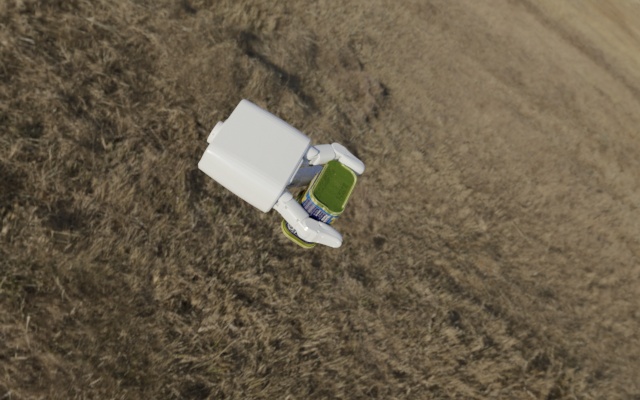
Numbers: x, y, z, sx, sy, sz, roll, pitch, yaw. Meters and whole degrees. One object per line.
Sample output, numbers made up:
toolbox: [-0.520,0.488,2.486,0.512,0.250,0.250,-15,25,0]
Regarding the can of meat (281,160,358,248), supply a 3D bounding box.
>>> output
can of meat: [0.000,0.002,0.658,0.057,0.102,0.084,35,-47,-6]
